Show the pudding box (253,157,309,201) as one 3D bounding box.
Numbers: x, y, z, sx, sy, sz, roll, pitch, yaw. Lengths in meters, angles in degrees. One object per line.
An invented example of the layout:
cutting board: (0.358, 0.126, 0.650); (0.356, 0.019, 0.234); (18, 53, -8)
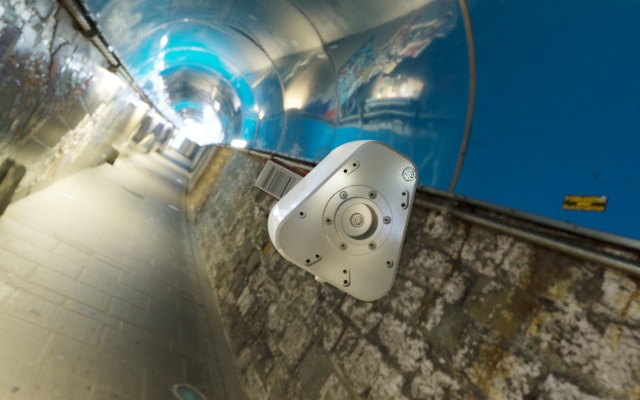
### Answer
pudding box: (0.000, 0.001, 0.495); (0.113, 0.039, 0.090); (30, 1, 21)
